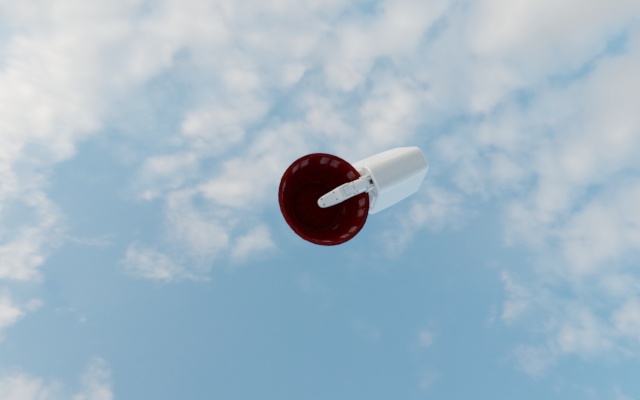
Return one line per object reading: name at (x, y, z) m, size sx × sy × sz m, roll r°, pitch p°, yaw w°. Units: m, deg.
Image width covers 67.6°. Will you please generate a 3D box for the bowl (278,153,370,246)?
bowl at (-0.001, 0.003, 0.820) m, size 0.162 × 0.162 × 0.055 m, roll 0°, pitch -14°, yaw -19°
